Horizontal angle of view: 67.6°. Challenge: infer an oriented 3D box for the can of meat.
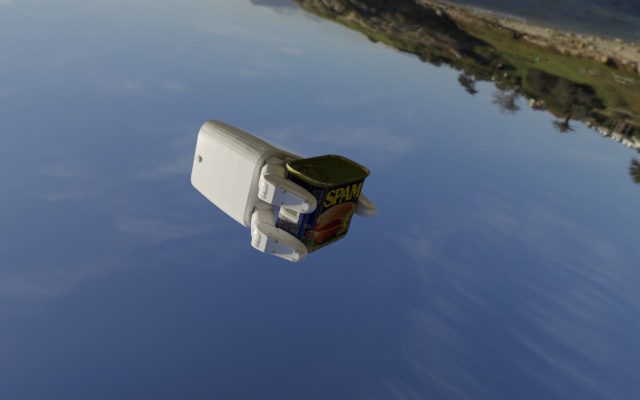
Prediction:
[{"bbox_3d":[0.000,0.002,0.523,0.057,0.084,0.102,29,26,28],"label":"can of meat"}]
